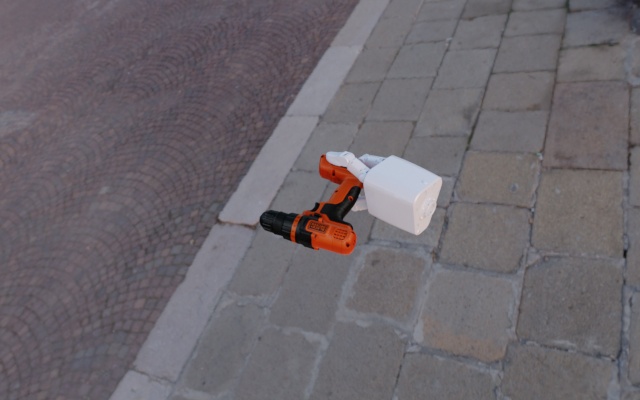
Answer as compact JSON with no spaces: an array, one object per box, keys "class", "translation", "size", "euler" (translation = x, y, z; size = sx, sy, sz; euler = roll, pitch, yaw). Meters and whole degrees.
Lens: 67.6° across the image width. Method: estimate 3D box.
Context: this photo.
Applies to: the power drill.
[{"class":"power drill","translation":[0.001,0.003,0.886],"size":[0.184,0.187,0.057],"euler":[16,-31,17]}]
